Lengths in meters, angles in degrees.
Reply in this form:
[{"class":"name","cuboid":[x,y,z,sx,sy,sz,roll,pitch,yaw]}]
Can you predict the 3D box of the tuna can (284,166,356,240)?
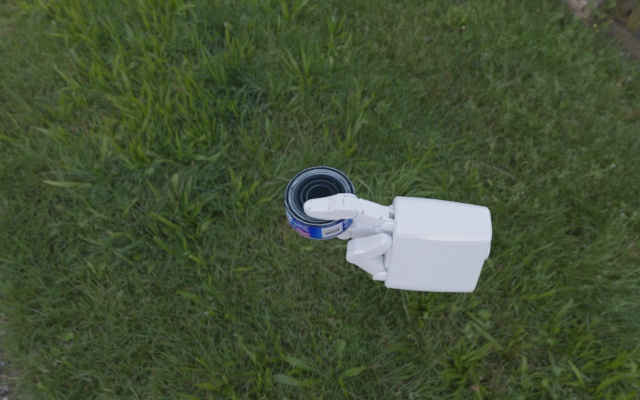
[{"class":"tuna can","cuboid":[0.000,0.002,0.571,0.086,0.086,0.034,0,-32,4]}]
